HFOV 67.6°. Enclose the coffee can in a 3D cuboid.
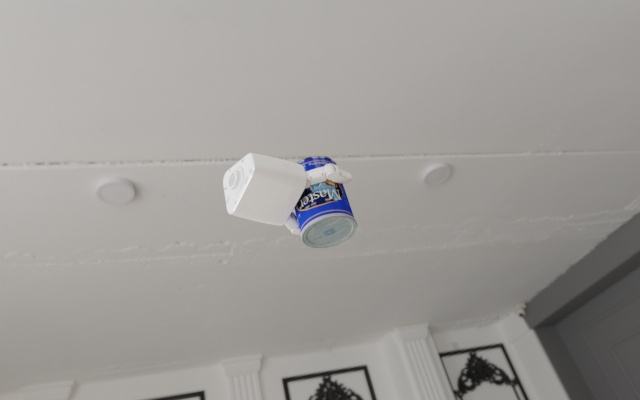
[{"bbox_3d":[0.000,0.003,0.887,0.103,0.140,0.103,-11,-35,-8],"label":"coffee can"}]
